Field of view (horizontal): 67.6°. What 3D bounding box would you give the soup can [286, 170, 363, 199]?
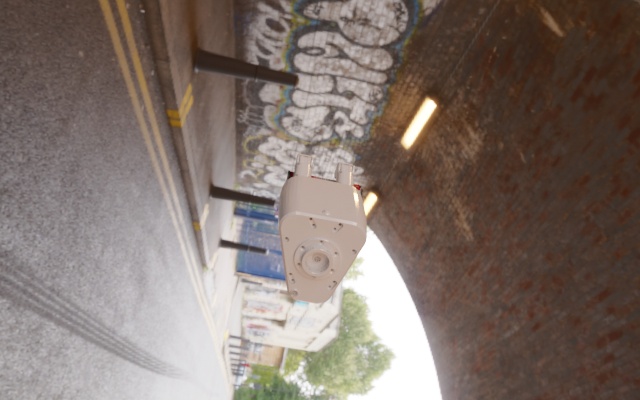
[{"bbox_3d":[0.000,0.002,0.642,0.102,0.068,0.068,11,-1,-5],"label":"soup can"}]
